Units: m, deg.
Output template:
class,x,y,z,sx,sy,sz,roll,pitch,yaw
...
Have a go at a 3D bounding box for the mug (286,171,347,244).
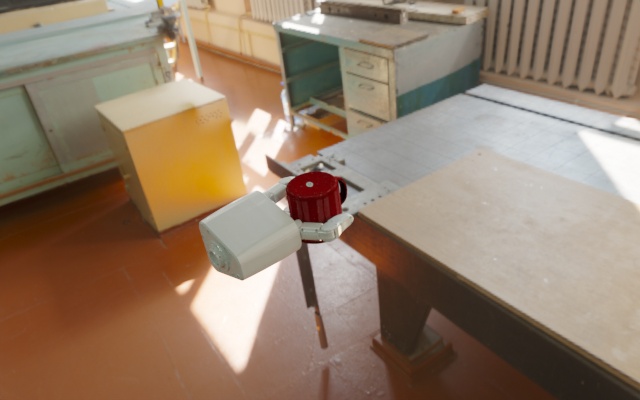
class,x,y,z,sx,sy,sz,roll,pitch,yaw
mug,0.001,0.002,0.750,0.117,0.081,0.093,-32,39,-32
